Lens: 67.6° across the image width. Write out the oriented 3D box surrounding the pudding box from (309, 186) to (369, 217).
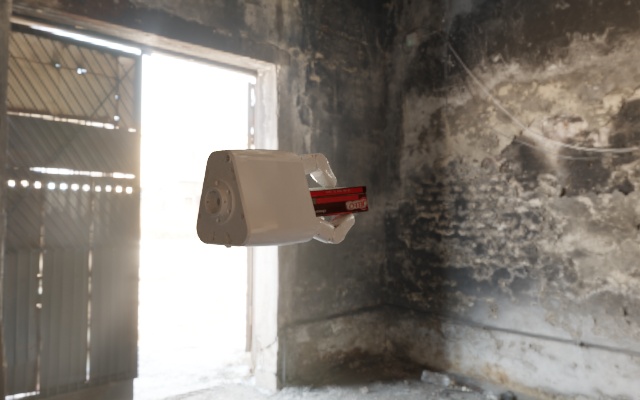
[{"bbox_3d":[0.000,0.002,0.650,0.090,0.039,0.113,-4,3,-22],"label":"pudding box"}]
